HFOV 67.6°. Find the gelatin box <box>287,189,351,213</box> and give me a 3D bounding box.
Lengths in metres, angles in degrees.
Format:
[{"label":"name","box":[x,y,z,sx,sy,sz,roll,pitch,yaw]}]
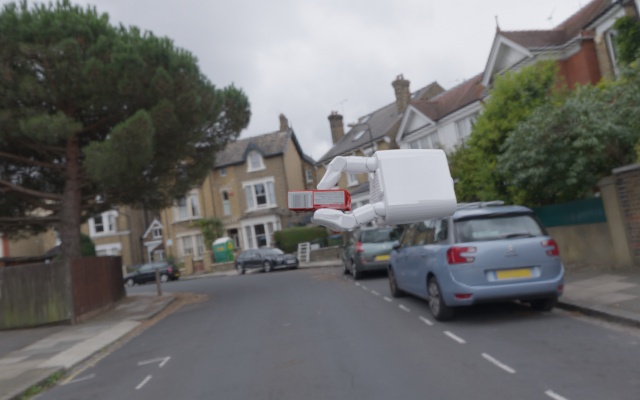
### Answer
[{"label":"gelatin box","box":[0.000,0.002,0.721,0.089,0.030,0.073,-1,-5,7]}]
